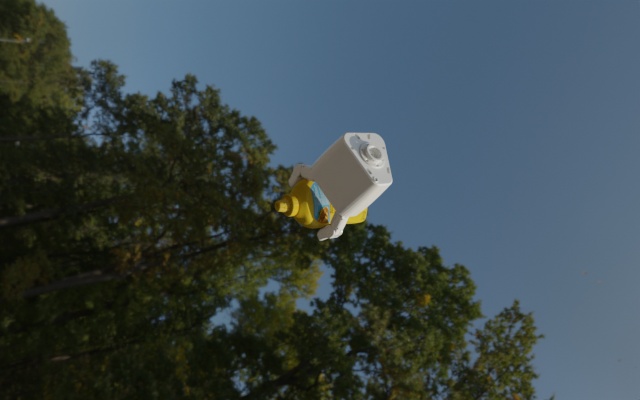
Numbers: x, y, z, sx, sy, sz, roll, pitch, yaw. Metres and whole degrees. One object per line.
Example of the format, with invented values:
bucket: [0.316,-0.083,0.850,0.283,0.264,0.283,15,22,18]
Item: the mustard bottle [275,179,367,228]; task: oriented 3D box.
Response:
mustard bottle: [0.000,0.003,0.898,0.191,0.096,0.058,-5,-1,-37]
